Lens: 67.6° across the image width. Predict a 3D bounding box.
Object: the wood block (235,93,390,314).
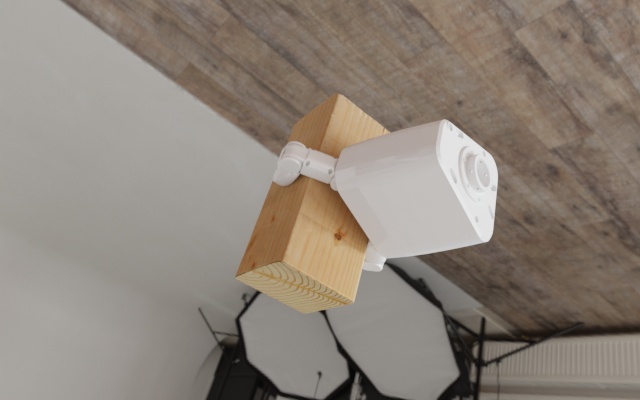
[{"bbox_3d":[0.000,0.002,0.509,0.091,0.206,0.090,33,-34,-24],"label":"wood block"}]
